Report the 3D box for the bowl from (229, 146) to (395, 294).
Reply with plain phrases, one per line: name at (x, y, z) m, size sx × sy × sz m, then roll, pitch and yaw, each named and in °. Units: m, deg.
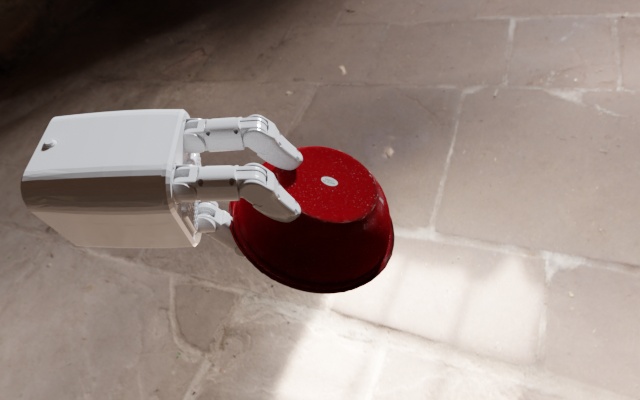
bowl at (0.001, 0.001, 0.435) m, size 0.162 × 0.162 × 0.055 m, roll 0°, pitch -40°, yaw -19°
